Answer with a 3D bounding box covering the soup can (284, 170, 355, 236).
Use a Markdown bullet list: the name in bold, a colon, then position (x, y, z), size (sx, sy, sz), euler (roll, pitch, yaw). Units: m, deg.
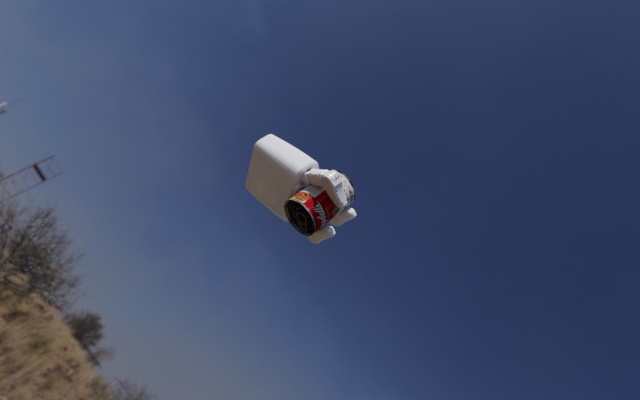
- **soup can**: position (0.001, 0.003, 0.780), size (0.102, 0.068, 0.068), euler (-37, 22, -33)
